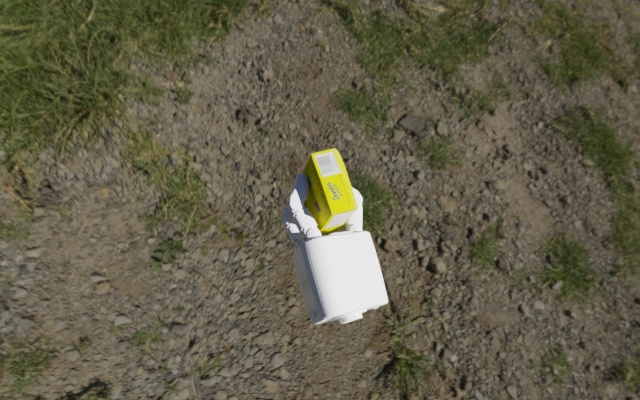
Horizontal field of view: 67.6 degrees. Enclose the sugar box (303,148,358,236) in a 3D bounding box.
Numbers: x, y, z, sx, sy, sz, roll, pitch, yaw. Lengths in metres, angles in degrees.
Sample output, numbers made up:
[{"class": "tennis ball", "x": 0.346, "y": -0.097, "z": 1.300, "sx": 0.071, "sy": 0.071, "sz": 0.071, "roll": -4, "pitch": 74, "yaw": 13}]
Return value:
[{"class": "sugar box", "x": 0.000, "y": 0.003, "z": 0.716, "sx": 0.048, "sy": 0.093, "sz": 0.176, "roll": -13, "pitch": -17, "yaw": -19}]
